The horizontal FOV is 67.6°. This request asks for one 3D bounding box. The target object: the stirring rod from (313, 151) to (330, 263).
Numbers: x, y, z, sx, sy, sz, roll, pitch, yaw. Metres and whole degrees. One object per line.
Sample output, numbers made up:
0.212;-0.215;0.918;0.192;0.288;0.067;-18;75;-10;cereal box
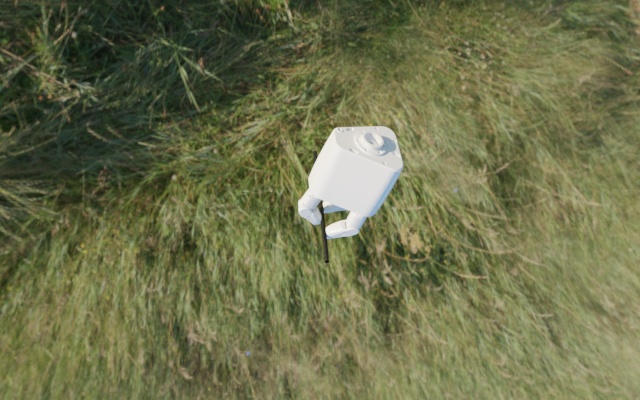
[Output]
0.000;0.003;0.824;0.011;0.239;0.011;-4;-38;-3;stirring rod
